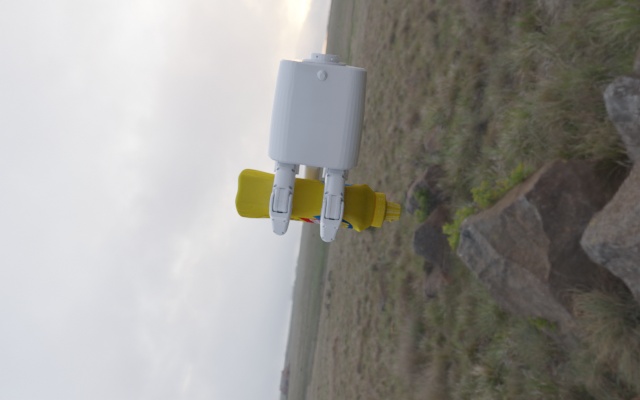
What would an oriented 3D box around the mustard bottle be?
[{"bbox_3d":[0.000,0.002,0.569,0.191,0.058,0.096,7,-7,-1],"label":"mustard bottle"}]
